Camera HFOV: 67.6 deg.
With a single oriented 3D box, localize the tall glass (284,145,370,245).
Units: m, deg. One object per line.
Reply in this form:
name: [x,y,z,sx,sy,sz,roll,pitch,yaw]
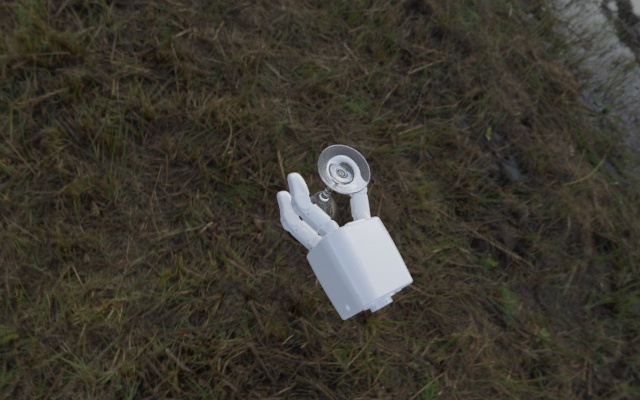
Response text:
tall glass: [0.000,0.002,0.712,0.079,0.079,0.201,0,-26,-21]
